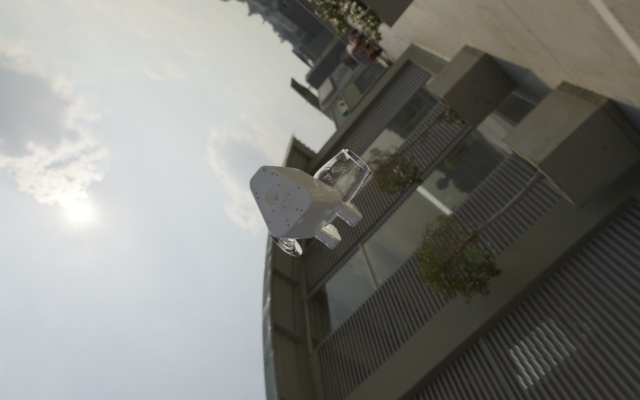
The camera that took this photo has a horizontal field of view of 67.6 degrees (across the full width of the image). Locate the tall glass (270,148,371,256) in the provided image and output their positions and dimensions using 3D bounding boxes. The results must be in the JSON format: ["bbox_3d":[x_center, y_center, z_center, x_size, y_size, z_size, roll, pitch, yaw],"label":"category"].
[{"bbox_3d":[0.000,0.003,0.837,0.079,0.201,0.079,38,16,-13],"label":"tall glass"}]
